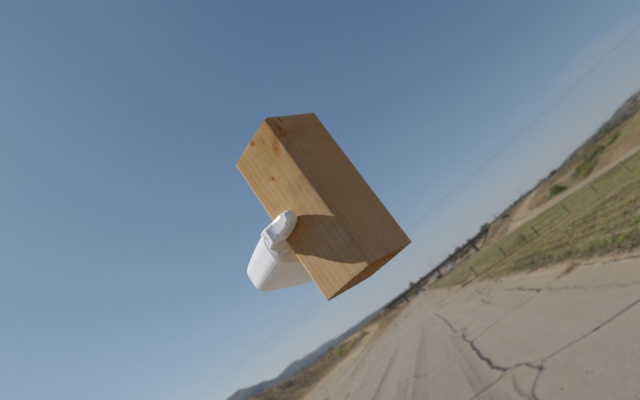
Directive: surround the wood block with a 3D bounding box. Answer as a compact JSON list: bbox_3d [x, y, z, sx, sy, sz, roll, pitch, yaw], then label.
[{"bbox_3d":[0.000,0.002,0.579,0.091,0.206,0.090,-19,-23,-48],"label":"wood block"}]
